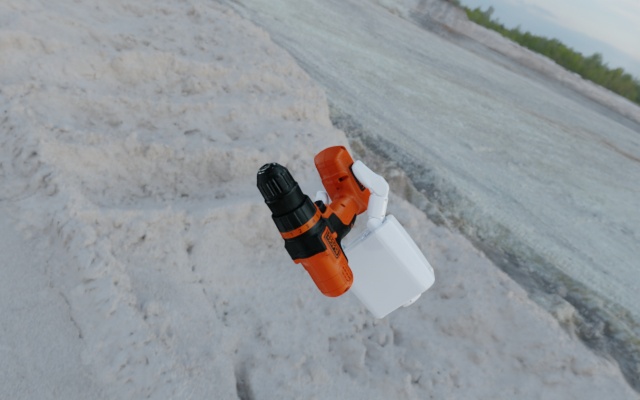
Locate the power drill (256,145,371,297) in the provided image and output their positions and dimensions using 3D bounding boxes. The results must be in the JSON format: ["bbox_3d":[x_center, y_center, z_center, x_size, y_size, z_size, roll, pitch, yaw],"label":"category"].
[{"bbox_3d":[0.000,0.002,0.613,0.057,0.184,0.187,-16,24,29],"label":"power drill"}]
